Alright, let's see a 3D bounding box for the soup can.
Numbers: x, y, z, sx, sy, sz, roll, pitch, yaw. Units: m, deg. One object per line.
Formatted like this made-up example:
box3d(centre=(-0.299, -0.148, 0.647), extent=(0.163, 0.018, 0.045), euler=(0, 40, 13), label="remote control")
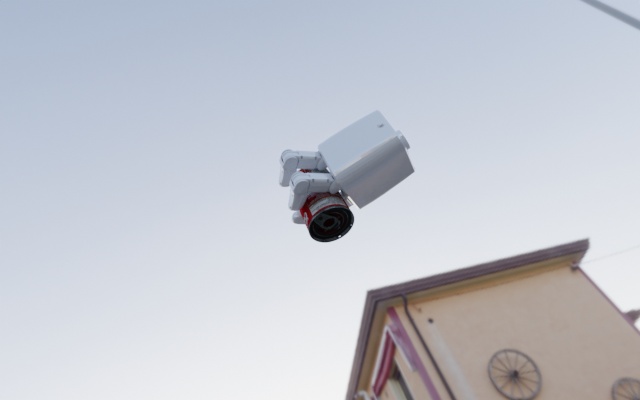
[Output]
box3d(centre=(0.000, 0.002, 0.701), extent=(0.068, 0.068, 0.102), euler=(0, 40, -24), label="soup can")
